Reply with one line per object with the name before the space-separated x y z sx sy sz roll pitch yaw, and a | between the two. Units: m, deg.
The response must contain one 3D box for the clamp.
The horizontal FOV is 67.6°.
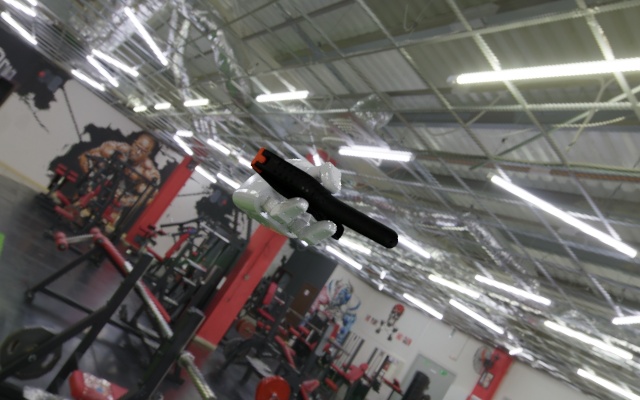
clamp | 0.000 0.001 0.645 0.210 0.036 0.164 39 -17 -28
